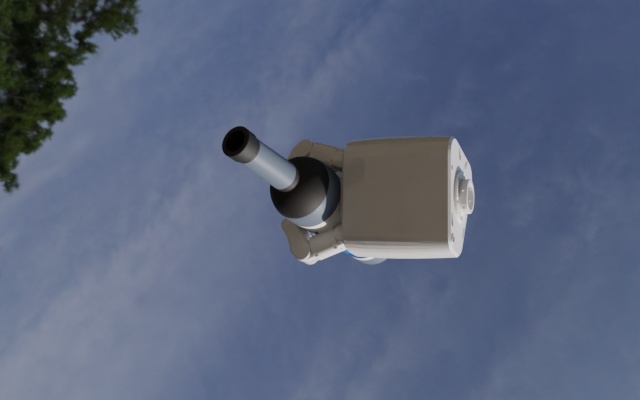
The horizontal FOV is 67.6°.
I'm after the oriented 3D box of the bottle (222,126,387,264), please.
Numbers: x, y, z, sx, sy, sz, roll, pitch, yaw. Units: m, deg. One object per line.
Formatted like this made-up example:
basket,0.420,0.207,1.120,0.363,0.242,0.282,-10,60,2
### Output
bottle,0.000,0.002,0.504,0.069,0.069,0.296,0,-20,30
